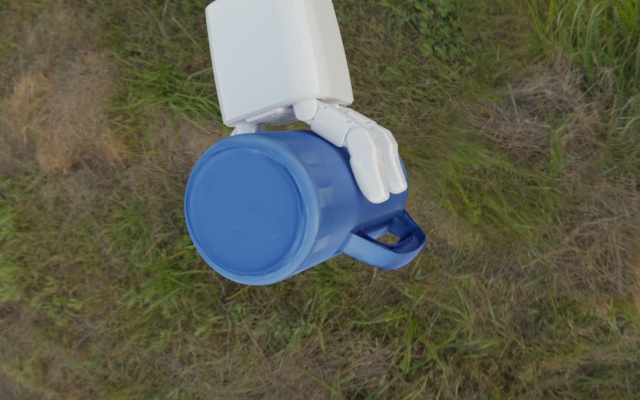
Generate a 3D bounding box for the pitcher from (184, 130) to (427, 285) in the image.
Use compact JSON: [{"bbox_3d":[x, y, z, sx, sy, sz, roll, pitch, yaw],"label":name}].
[{"bbox_3d":[0.000,0.001,0.433,0.149,0.145,0.243,-9,3,22],"label":"pitcher"}]
